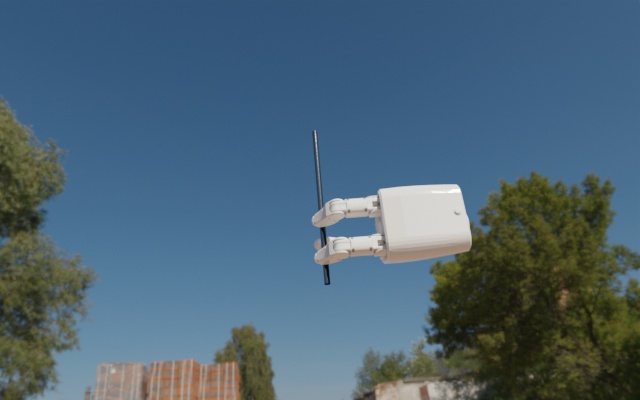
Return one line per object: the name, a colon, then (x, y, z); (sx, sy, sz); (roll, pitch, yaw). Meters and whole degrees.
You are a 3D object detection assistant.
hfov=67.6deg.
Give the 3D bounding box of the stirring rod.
stirring rod: (0.000, 0.002, 0.678); (0.011, 0.239, 0.011); (-4, -26, -2)
